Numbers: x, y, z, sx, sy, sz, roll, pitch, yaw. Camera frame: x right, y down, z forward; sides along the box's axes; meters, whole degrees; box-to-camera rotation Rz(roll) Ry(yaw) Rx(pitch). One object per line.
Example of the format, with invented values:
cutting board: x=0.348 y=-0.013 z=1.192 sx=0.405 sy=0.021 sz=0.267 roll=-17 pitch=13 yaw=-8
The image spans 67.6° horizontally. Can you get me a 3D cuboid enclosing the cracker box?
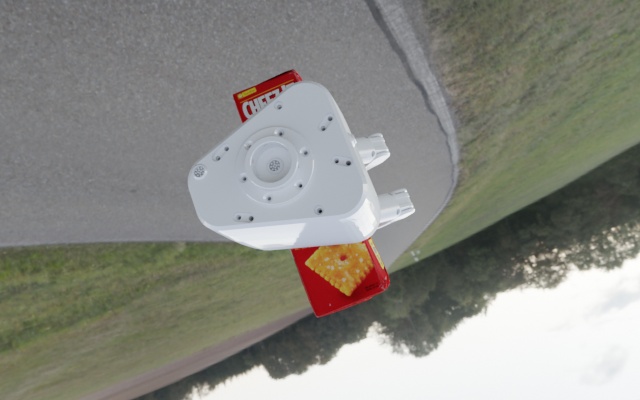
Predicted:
cracker box: x=0.000 y=0.002 z=0.483 sx=0.072 sy=0.213 sz=0.164 roll=-22 pitch=-13 yaw=4
